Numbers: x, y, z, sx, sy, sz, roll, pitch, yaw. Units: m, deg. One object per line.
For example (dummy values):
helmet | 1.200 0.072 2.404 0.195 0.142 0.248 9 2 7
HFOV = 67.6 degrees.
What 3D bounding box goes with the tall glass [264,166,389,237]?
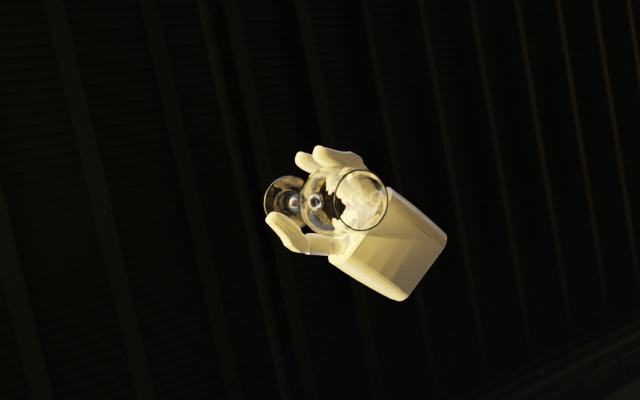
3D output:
tall glass | 0.000 0.002 0.559 0.079 0.079 0.201 0 -1 -24
